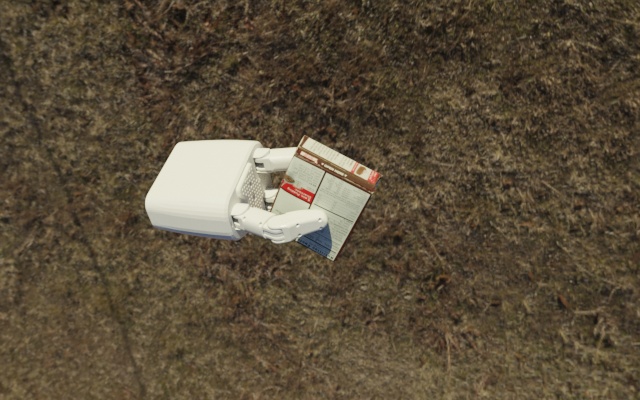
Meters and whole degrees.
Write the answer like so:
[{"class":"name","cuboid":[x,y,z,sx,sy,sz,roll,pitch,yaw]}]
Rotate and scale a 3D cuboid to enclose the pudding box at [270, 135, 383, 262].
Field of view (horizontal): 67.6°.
[{"class":"pudding box","cuboid":[0.000,0.002,0.500,0.090,0.114,0.039,27,42,2]}]
